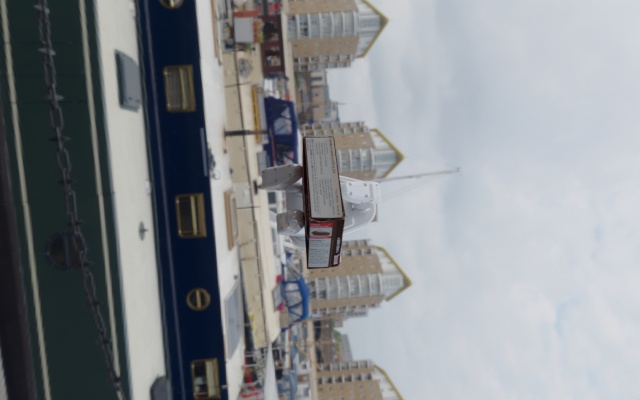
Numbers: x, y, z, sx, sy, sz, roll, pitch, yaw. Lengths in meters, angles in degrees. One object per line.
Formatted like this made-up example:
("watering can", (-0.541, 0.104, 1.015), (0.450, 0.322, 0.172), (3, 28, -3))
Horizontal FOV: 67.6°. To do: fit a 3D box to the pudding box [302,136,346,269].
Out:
("pudding box", (0.000, 0.002, 0.504), (0.039, 0.113, 0.090), (-4, -38, -5))
